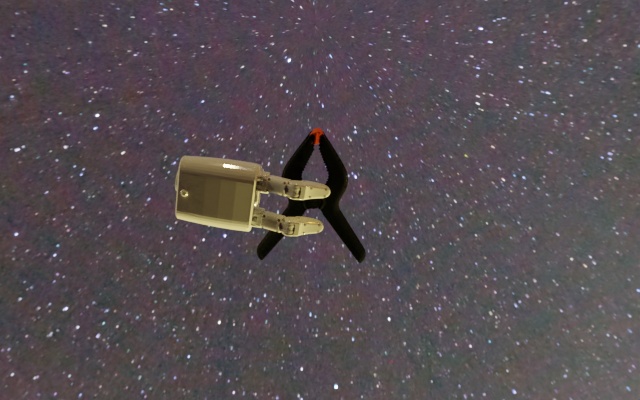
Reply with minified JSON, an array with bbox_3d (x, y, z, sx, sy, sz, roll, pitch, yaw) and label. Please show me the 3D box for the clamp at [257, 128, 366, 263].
[{"bbox_3d":[0.000,0.001,0.698,0.164,0.210,0.036,8,20,-6],"label":"clamp"}]
